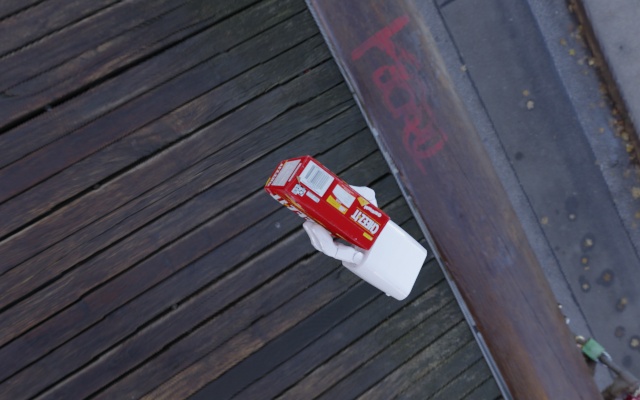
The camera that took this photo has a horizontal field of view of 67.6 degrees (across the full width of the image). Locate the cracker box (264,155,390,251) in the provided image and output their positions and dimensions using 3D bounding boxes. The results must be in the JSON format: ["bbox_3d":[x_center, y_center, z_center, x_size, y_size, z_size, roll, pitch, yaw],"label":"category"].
[{"bbox_3d":[0.000,0.003,0.808,0.164,0.072,0.213,36,-7,-14],"label":"cracker box"}]
